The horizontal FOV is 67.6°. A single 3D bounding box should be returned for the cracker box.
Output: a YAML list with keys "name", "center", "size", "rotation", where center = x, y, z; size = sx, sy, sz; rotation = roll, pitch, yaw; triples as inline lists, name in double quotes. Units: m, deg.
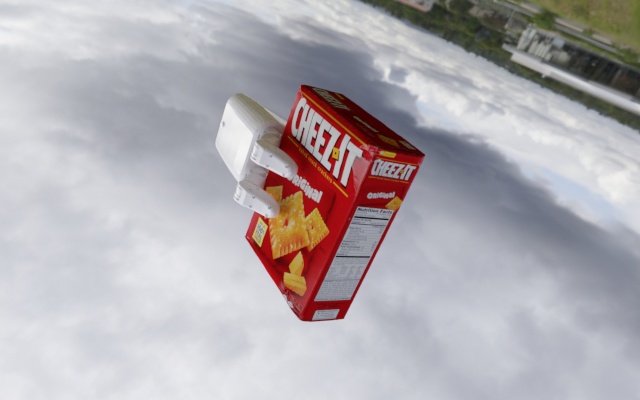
- name: "cracker box"
  center: [0.000, 0.002, 0.538]
  size: [0.072, 0.214, 0.164]
  rotation: [4, 29, -36]
